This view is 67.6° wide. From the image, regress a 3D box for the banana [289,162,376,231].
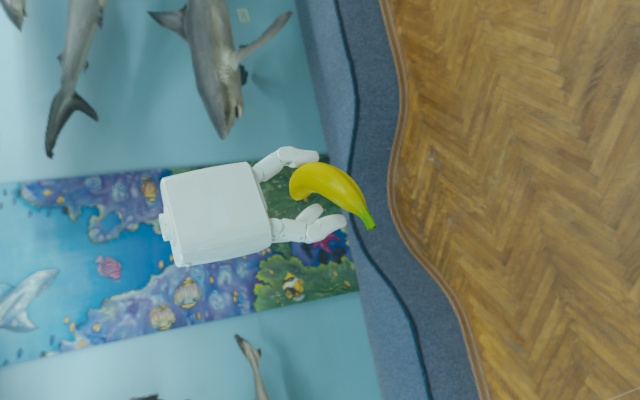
[{"bbox_3d":[-0.001,-0.015,0.594,0.037,0.070,0.197,-16,18,-24],"label":"banana"}]
